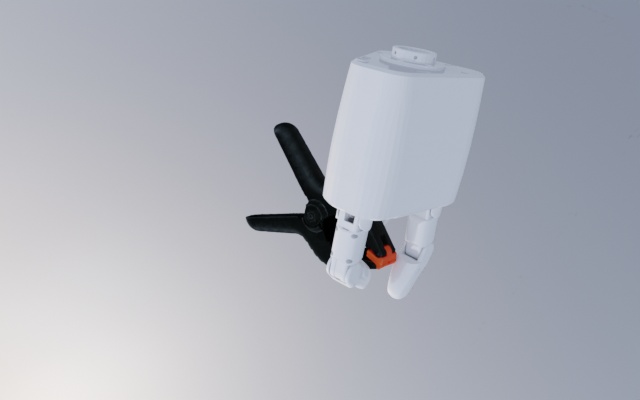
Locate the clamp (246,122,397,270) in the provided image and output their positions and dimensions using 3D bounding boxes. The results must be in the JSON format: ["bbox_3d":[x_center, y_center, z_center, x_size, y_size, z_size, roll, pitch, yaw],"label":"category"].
[{"bbox_3d":[0.000,0.002,0.452,0.171,0.120,0.039,24,28,29],"label":"clamp"}]
